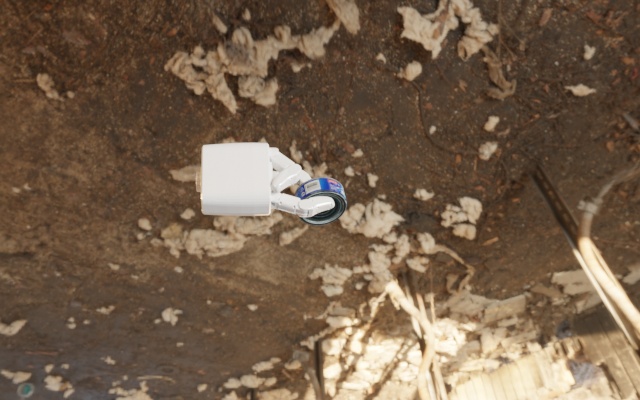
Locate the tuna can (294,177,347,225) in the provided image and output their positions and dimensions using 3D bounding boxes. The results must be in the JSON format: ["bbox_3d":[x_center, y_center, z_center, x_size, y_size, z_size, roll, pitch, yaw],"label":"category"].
[{"bbox_3d":[0.000,0.003,0.794,0.086,0.033,0.086,-7,-42,-7],"label":"tuna can"}]
